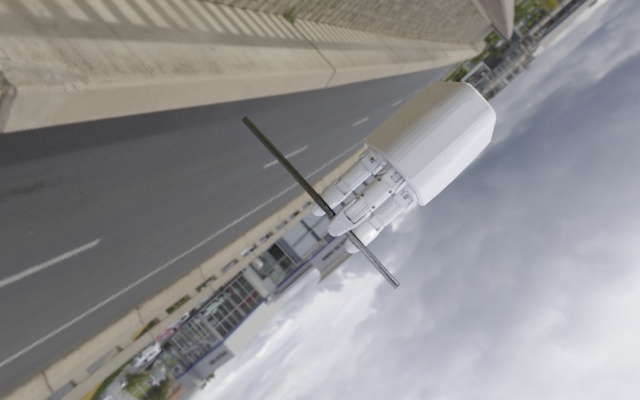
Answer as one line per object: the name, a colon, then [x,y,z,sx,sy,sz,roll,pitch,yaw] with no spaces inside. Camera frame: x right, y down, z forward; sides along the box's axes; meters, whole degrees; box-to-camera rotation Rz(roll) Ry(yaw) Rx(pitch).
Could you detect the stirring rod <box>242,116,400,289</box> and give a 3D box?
stirring rod: [0.000,0.002,0.505,0.011,0.239,0.011,-42,-1,-1]
